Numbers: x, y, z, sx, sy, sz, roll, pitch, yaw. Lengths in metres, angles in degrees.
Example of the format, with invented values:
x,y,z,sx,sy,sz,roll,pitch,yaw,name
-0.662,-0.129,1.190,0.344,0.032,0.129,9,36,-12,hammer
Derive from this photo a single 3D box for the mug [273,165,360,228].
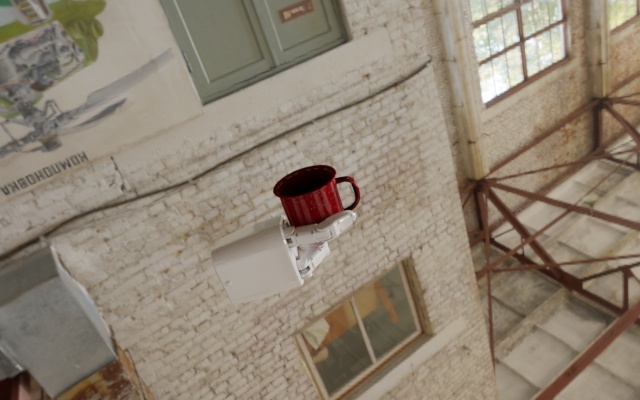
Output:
x,y,z,sx,sy,sz,roll,pitch,yaw,name
0.002,0.002,0.685,0.117,0.081,0.093,-18,26,2,mug
